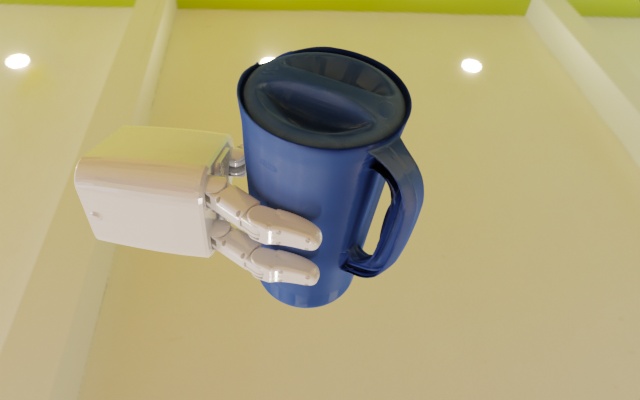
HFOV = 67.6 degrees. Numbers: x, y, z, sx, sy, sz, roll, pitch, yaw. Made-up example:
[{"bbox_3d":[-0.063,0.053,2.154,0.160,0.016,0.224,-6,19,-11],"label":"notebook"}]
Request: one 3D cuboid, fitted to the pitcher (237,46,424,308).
[{"bbox_3d":[0.000,0.001,0.439,0.145,0.149,0.243,6,-43,-1],"label":"pitcher"}]
